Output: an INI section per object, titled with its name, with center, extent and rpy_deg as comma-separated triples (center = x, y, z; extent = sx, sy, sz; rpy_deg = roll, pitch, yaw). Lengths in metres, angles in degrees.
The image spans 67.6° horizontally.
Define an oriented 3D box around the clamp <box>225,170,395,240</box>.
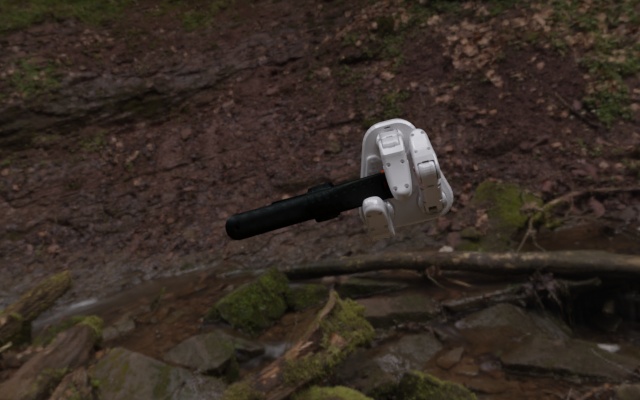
[clamp]
center = 0.000, 0.001, 0.485
extent = 0.171, 0.039, 0.120
rpy_deg = -13, 9, 10
